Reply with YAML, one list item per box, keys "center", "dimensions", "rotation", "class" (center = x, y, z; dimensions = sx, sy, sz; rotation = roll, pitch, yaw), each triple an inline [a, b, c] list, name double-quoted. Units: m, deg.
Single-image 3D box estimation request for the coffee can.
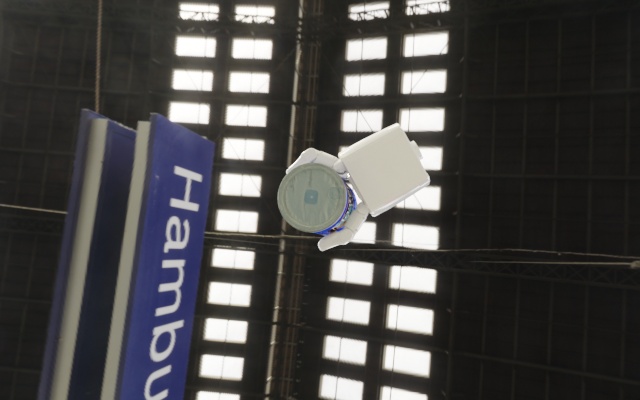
- center: [0.000, 0.003, 0.761]
  dimensions: [0.103, 0.103, 0.140]
  rotation: [0, -6, 11]
  class: "coffee can"
